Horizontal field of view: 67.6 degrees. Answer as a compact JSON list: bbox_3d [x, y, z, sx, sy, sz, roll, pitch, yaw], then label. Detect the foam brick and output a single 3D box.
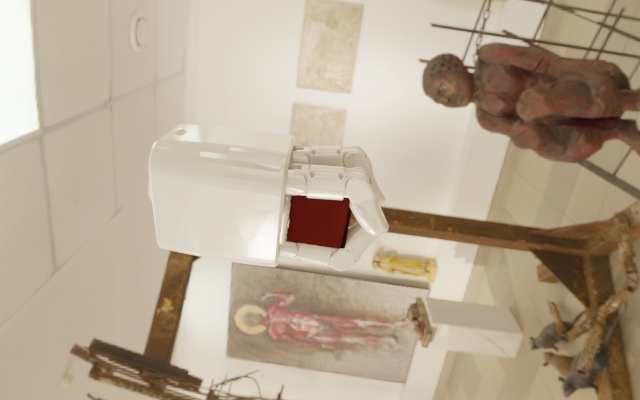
[{"bbox_3d":[0.000,0.001,0.435,0.051,0.053,0.078,8,21,-2],"label":"foam brick"}]
